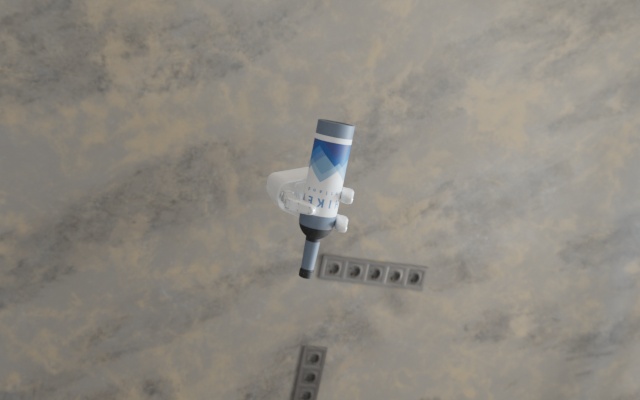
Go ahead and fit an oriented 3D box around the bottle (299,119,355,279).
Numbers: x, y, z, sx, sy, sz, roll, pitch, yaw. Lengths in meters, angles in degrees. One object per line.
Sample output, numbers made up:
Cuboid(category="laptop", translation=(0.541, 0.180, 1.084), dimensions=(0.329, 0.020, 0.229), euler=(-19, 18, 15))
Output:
Cuboid(category="bottle", translation=(0.000, 0.003, 0.876), dimensions=(0.069, 0.296, 0.069), euler=(11, 12, -2))
